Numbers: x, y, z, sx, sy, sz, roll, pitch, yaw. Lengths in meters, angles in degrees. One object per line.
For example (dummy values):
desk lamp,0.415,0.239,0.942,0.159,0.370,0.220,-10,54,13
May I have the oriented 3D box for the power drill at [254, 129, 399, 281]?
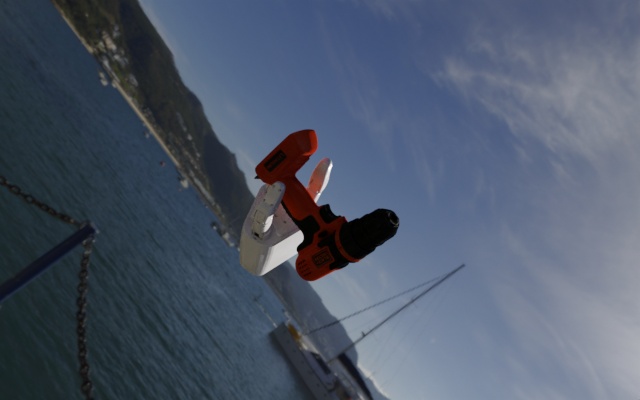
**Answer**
power drill,0.000,0.002,0.642,0.184,0.187,0.057,-35,-12,39
